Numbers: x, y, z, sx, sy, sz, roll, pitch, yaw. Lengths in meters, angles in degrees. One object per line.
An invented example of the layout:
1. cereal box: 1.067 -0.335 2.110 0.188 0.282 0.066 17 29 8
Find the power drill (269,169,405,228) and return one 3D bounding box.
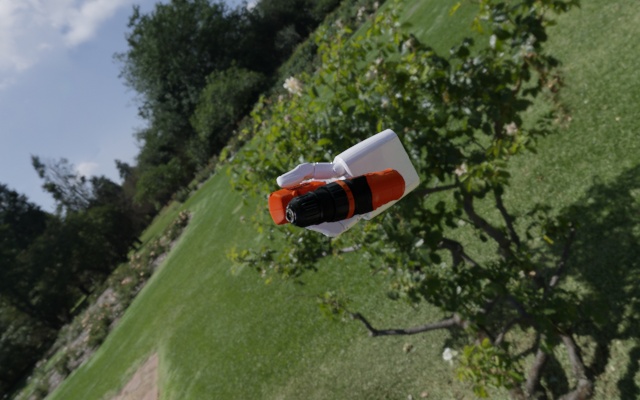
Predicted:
1. power drill: 0.000 0.002 0.682 0.184 0.057 0.187 -14 5 -32
